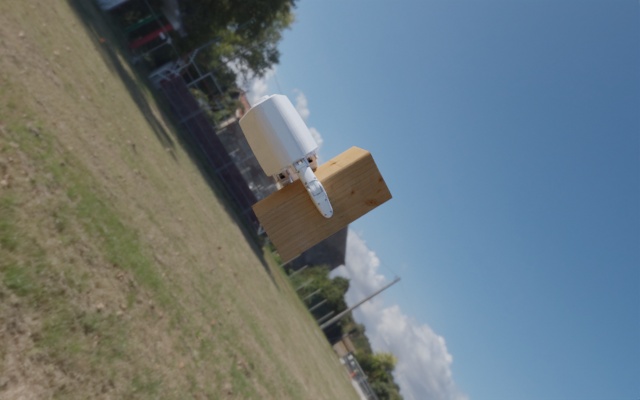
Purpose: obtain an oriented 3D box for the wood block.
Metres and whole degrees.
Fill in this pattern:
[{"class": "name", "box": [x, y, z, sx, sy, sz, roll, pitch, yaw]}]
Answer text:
[{"class": "wood block", "box": [0.000, 0.002, 0.796, 0.206, 0.090, 0.091, -31, 18, -6]}]
